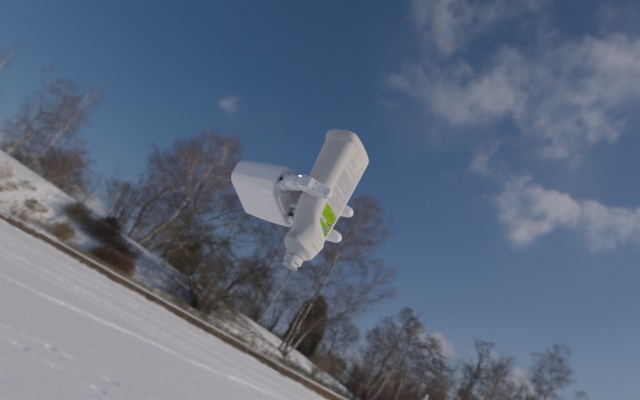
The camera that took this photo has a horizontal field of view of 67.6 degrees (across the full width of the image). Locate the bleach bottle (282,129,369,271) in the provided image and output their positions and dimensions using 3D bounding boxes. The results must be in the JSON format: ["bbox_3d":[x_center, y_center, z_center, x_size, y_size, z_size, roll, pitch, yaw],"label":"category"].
[{"bbox_3d":[0.000,0.003,0.833,0.068,0.250,0.103,13,-26,33],"label":"bleach bottle"}]
